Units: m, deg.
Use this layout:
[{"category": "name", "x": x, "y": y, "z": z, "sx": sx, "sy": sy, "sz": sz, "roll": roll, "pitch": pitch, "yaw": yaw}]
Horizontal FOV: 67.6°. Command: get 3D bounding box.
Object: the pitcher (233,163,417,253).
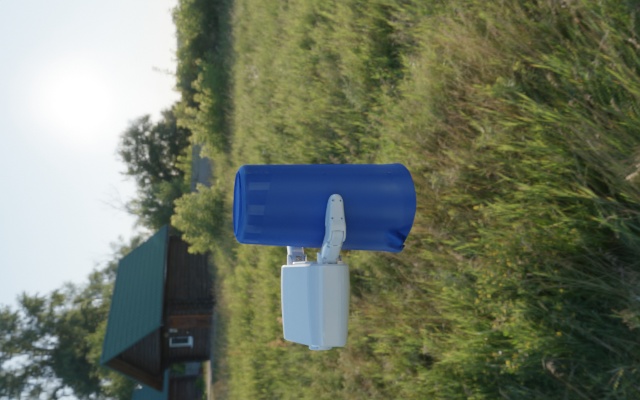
[{"category": "pitcher", "x": 0.000, "y": 0.002, "z": 0.687, "sx": 0.243, "sy": 0.145, "sz": 0.149, "roll": 2, "pitch": -8, "yaw": -15}]
